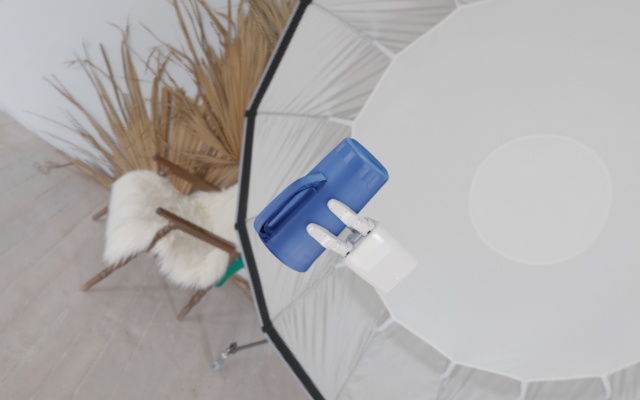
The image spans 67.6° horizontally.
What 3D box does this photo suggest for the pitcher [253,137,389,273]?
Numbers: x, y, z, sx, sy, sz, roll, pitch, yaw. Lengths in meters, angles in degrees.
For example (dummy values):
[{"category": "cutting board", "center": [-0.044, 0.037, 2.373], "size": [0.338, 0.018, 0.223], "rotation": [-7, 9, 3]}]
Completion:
[{"category": "pitcher", "center": [0.000, 0.003, 0.860], "size": [0.145, 0.243, 0.149], "rotation": [42, 13, -9]}]
